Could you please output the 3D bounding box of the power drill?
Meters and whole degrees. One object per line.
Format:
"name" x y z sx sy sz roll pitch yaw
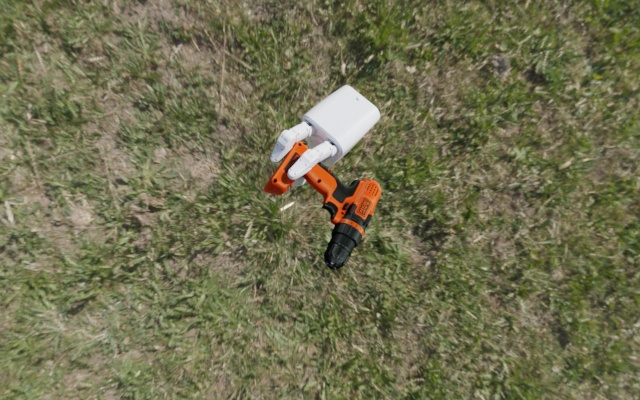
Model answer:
"power drill" 0.000 0.002 0.818 0.188 0.184 0.057 35 -32 -10
